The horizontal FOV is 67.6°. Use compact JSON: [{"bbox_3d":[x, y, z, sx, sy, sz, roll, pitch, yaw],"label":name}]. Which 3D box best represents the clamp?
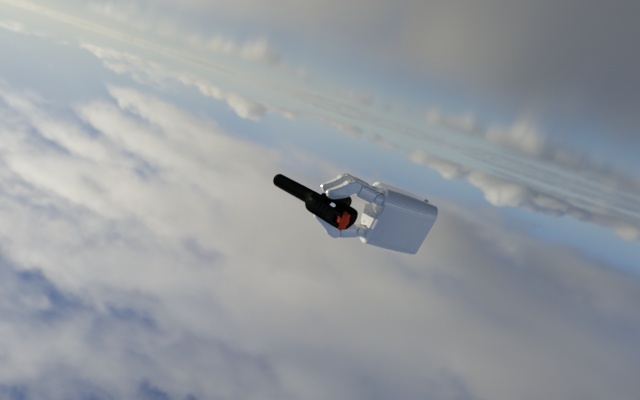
[{"bbox_3d":[0.000,0.004,0.844,0.164,0.036,0.210,17,11,-14],"label":"clamp"}]
